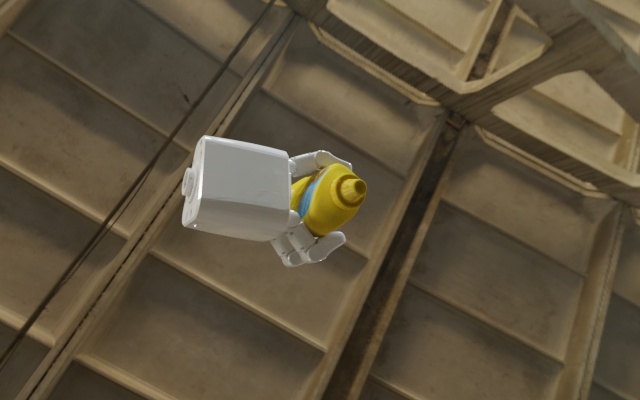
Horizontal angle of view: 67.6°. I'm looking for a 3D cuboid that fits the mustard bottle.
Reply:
[{"bbox_3d":[0.000,0.002,0.605,0.058,0.096,0.191,36,-24,-16],"label":"mustard bottle"}]
